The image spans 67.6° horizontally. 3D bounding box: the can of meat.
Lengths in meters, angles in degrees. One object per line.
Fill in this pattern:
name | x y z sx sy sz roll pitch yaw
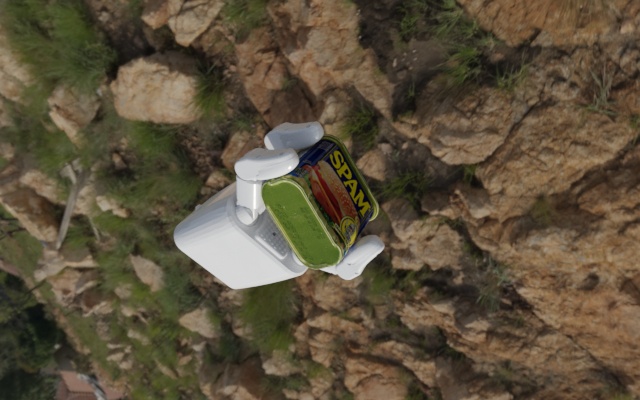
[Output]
can of meat | 0.000 0.002 0.452 0.057 0.102 0.084 -18 20 39
